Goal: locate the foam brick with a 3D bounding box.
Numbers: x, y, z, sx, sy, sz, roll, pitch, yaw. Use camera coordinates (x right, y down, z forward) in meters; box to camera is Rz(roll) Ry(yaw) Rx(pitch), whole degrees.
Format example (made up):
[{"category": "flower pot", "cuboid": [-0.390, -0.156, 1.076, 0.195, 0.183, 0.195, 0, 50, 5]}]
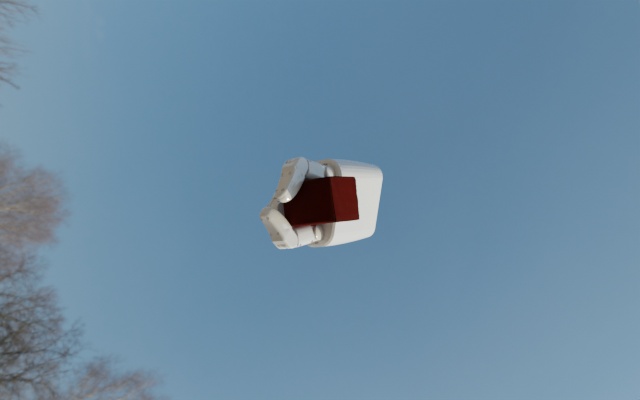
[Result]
[{"category": "foam brick", "cuboid": [0.000, 0.002, 0.567, 0.078, 0.053, 0.051, -8, -4, 40]}]
